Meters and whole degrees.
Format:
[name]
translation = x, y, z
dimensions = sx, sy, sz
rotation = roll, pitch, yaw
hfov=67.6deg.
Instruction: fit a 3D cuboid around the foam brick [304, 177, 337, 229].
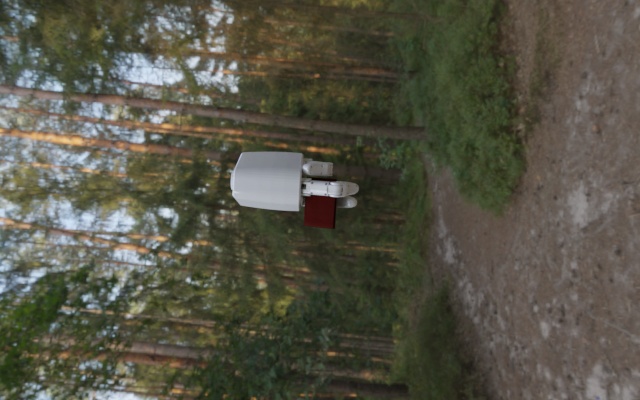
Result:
[foam brick]
translation = 0.000, 0.003, 0.787
dimensions = 0.051, 0.078, 0.053
rotation = 3, 8, -1
